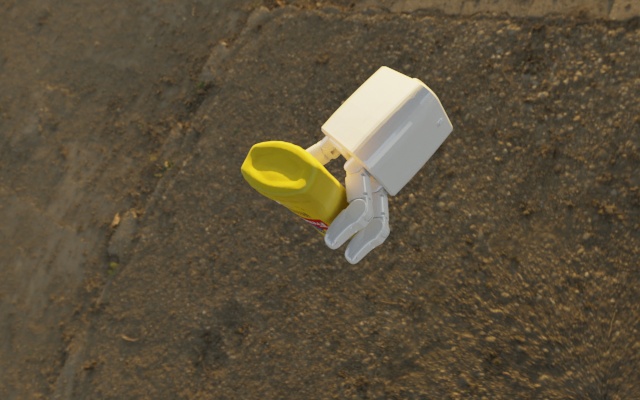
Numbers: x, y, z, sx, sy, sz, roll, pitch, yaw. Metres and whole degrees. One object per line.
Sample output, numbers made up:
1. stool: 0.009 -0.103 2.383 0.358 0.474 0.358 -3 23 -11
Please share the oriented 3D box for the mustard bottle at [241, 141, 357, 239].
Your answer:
1. mustard bottle: 0.000 0.002 0.545 0.096 0.058 0.192 18 -12 35
